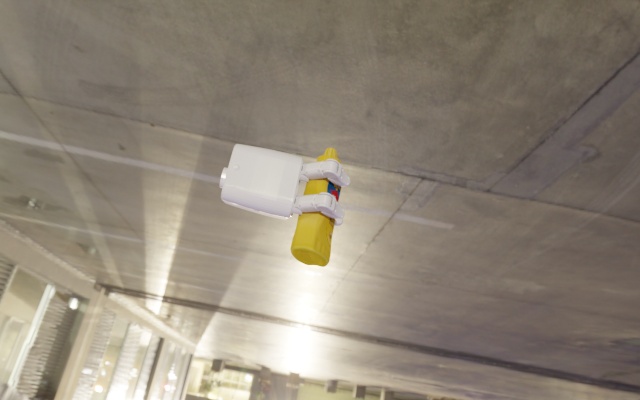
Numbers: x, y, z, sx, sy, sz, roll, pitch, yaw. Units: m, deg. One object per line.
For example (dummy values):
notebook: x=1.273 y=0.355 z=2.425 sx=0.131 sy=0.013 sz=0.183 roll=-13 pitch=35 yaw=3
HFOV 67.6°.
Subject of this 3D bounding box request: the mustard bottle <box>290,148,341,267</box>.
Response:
mustard bottle: x=0.000 y=0.003 z=0.761 sx=0.058 sy=0.191 sz=0.096 roll=4 pitch=-23 yaw=16
